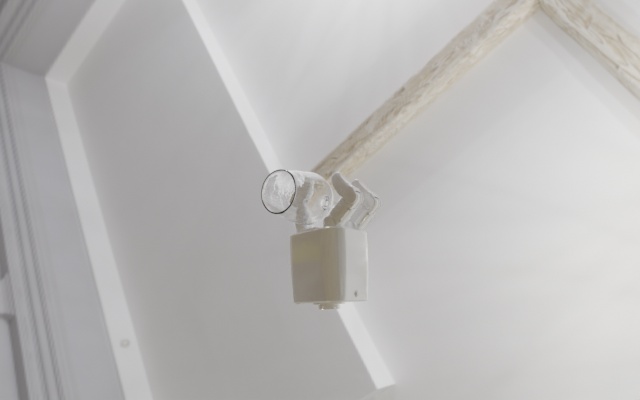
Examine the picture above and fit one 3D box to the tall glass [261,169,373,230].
[{"bbox_3d":[0.000,0.002,0.722,0.079,0.079,0.201,0,-9,36],"label":"tall glass"}]
